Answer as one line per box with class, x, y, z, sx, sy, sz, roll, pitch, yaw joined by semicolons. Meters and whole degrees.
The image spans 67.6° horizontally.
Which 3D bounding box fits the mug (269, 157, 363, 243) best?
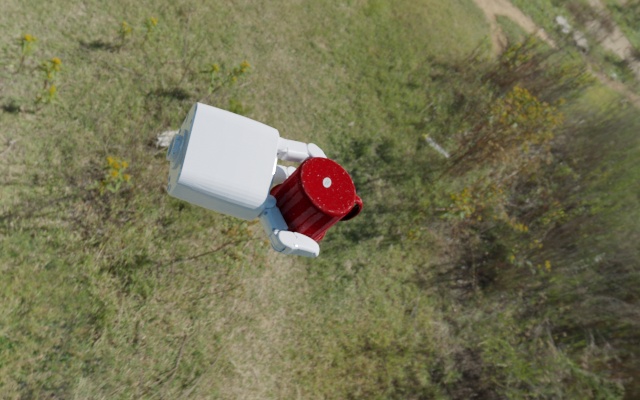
mug;0.001;0.002;0.599;0.117;0.093;0.081;16;-36;-27
